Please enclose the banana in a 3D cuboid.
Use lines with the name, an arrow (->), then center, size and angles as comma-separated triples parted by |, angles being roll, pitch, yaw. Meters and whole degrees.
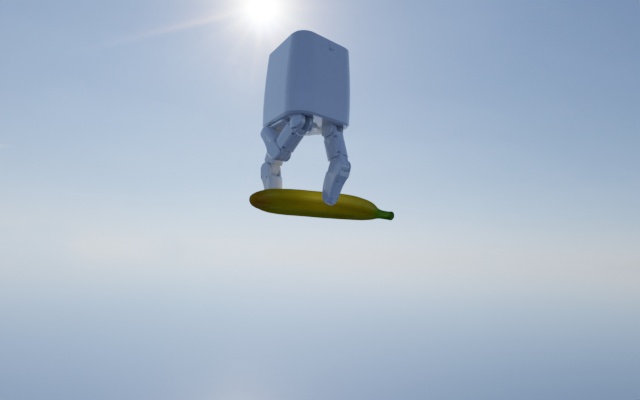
banana -> -0.003, 0.004, 0.639 | 0.198, 0.037, 0.069 | 5, -7, -20
